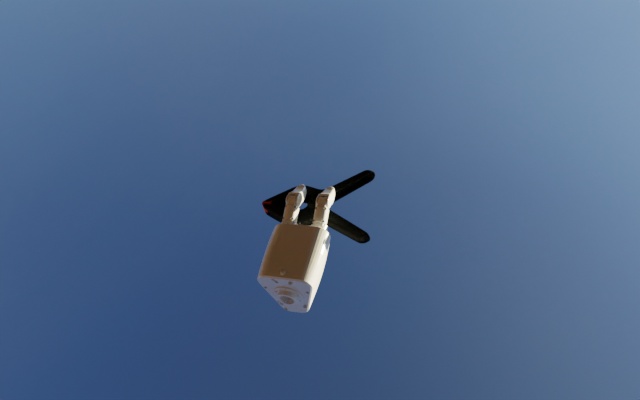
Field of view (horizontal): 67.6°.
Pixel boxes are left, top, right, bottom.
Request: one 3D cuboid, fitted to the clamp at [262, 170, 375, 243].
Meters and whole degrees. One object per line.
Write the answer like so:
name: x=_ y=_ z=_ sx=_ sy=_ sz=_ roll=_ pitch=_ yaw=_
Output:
clamp: x=0.000 y=0.004 z=0.868 sx=0.210 sy=0.164 sz=0.036 roll=3 pitch=-43 yaw=18
